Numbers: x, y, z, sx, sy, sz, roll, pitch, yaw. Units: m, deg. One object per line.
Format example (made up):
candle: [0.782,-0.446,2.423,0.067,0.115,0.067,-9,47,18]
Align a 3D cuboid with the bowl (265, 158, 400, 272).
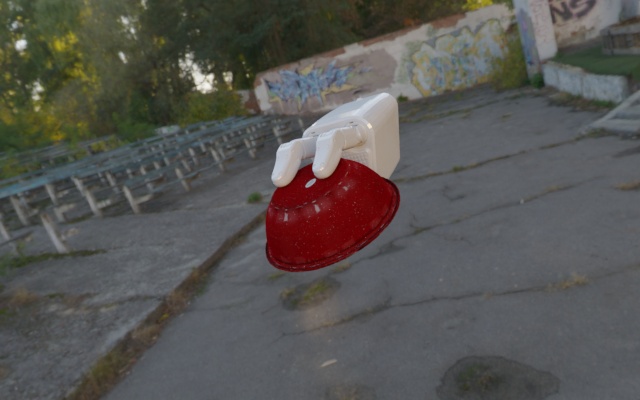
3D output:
bowl: [0.000,0.002,0.510,0.162,0.055,0.162,-23,27,12]
